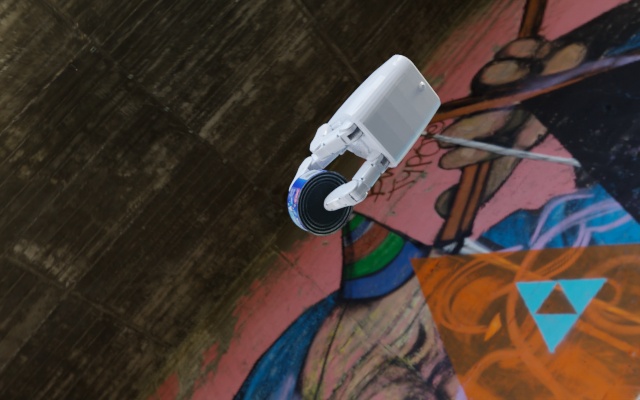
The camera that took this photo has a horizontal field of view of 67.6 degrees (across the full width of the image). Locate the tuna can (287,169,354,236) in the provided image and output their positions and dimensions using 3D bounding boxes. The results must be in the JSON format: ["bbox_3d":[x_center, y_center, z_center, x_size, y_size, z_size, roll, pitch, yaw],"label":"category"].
[{"bbox_3d":[0.000,0.002,0.633,0.086,0.086,0.033,0,9,-31],"label":"tuna can"}]
